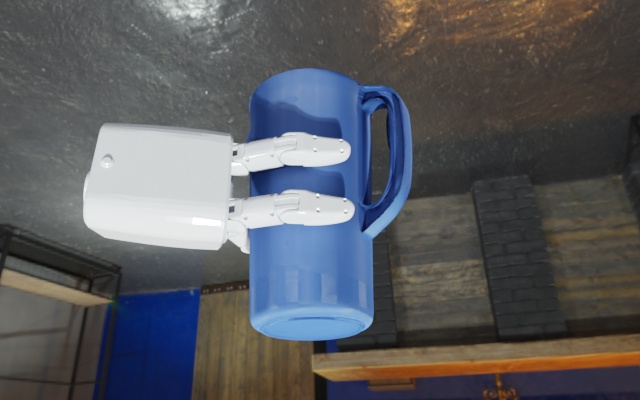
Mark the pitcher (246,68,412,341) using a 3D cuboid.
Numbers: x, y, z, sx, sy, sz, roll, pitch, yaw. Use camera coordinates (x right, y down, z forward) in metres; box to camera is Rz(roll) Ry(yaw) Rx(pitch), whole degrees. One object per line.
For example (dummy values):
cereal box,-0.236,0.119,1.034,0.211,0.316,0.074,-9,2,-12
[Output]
pitcher,0.000,0.002,0.460,0.145,0.242,0.149,6,-28,-15
